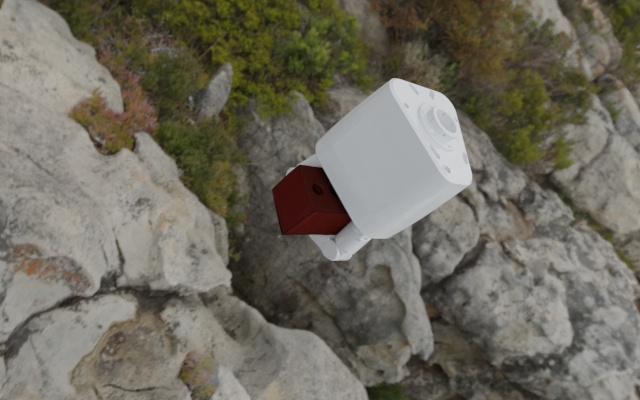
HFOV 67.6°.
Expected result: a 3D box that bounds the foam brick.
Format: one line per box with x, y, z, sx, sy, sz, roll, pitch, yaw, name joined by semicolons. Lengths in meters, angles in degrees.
0.000;0.002;0.478;0.078;0.053;0.051;4;-30;-40;foam brick
